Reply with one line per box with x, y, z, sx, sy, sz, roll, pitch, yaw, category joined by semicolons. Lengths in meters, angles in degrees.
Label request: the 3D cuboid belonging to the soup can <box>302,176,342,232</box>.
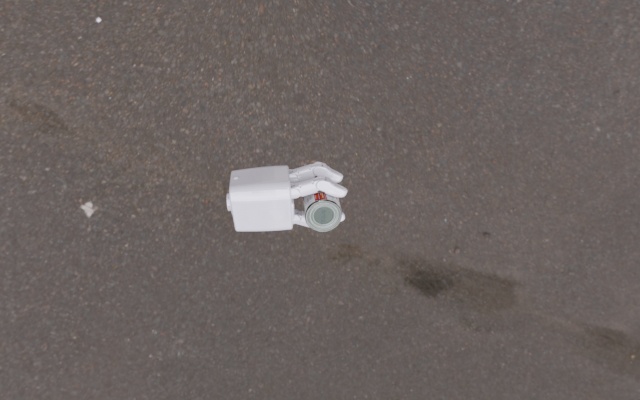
0.001;0.003;0.878;0.068;0.068;0.102;0;30;-7;soup can
